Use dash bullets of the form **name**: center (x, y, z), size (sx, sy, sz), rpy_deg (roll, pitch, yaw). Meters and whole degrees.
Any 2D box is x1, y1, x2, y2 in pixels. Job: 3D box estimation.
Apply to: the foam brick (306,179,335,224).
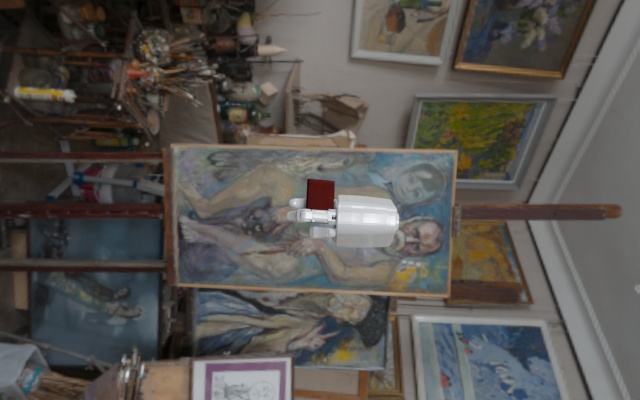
- **foam brick**: center (0.000, 0.003, 0.888), size (0.051, 0.078, 0.053), rpy_deg (2, -7, 2)
